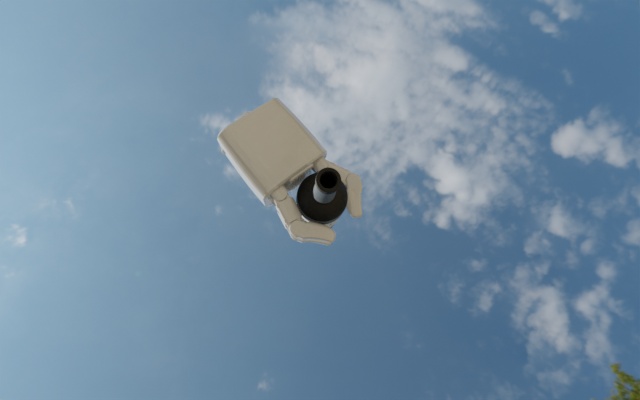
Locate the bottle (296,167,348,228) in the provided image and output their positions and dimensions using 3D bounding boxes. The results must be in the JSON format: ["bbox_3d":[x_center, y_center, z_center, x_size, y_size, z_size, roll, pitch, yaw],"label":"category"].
[{"bbox_3d":[0.000,0.002,0.652,0.069,0.069,0.296,0,-9,-3],"label":"bottle"}]
